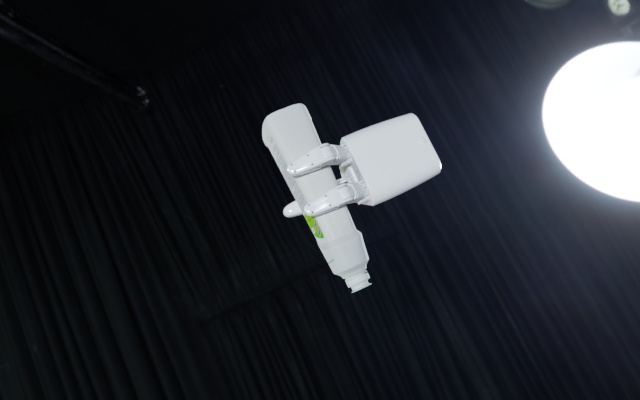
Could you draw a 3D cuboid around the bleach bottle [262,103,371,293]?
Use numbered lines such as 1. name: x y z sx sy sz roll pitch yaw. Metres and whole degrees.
1. bleach bottle: 0.000 0.002 0.639 0.068 0.251 0.102 -23 -9 -10
